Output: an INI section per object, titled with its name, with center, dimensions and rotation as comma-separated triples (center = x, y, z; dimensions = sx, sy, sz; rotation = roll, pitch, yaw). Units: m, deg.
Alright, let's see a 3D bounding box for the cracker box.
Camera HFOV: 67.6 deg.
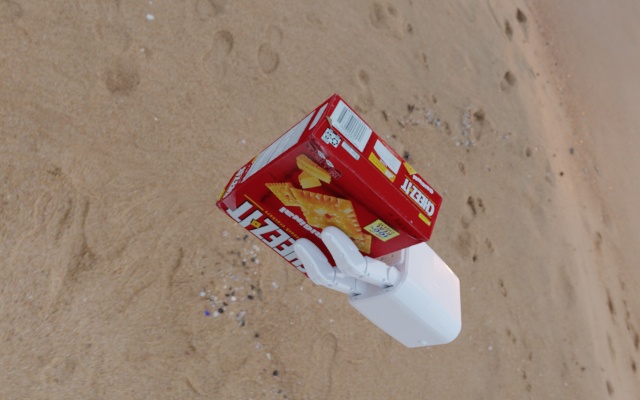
[cracker box]
center = 0.000, 0.002, 0.542
dimensions = 0.164, 0.072, 0.214
rotation = 41, -38, -17
